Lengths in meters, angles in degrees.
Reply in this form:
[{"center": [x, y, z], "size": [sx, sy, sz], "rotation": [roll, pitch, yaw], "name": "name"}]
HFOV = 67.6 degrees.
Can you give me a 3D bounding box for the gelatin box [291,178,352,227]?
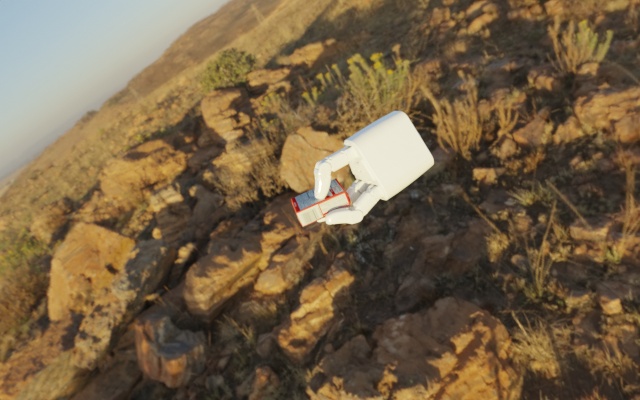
[{"center": [0.000, 0.002, 0.790], "size": [0.089, 0.030, 0.073], "rotation": [-24, 21, -2], "name": "gelatin box"}]
